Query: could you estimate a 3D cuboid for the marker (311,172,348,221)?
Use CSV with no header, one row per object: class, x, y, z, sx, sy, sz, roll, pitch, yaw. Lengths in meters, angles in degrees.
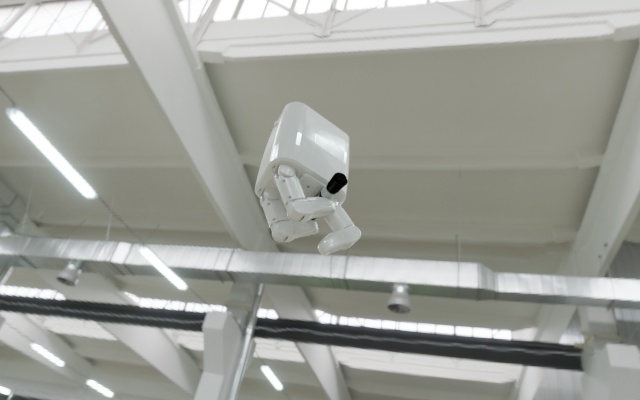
marker,0.000,0.002,0.594,0.020,0.020,0.121,0,-30,-29
